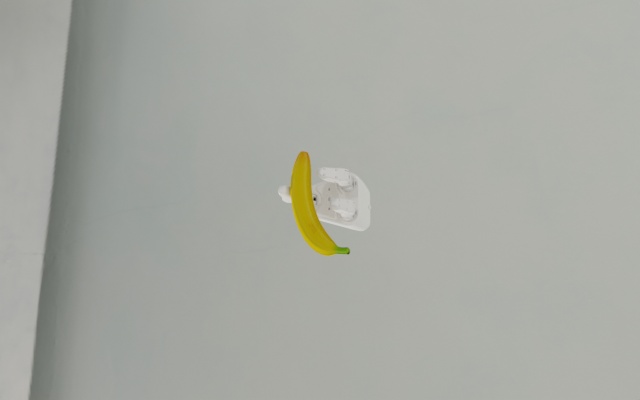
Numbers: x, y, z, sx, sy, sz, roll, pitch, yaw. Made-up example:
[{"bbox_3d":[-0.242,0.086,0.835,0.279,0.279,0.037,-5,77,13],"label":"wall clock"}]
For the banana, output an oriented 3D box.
[{"bbox_3d":[-0.014,0.014,0.788,0.069,0.197,0.037,-30,-21,16],"label":"banana"}]
